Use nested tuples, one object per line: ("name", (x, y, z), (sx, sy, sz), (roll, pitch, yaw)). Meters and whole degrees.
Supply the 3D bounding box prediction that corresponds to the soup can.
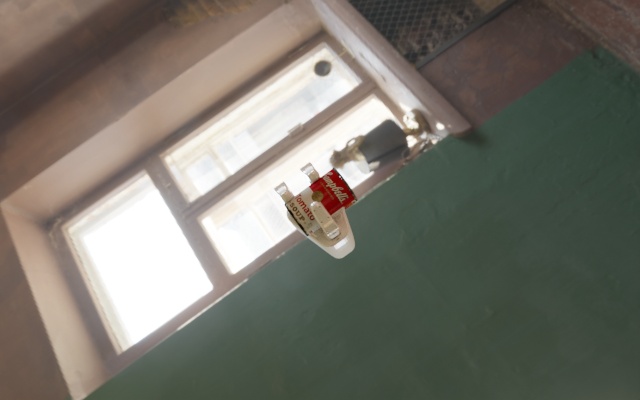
("soup can", (0.000, 0.003, 0.779), (0.102, 0.068, 0.068), (-36, 1, -2))
